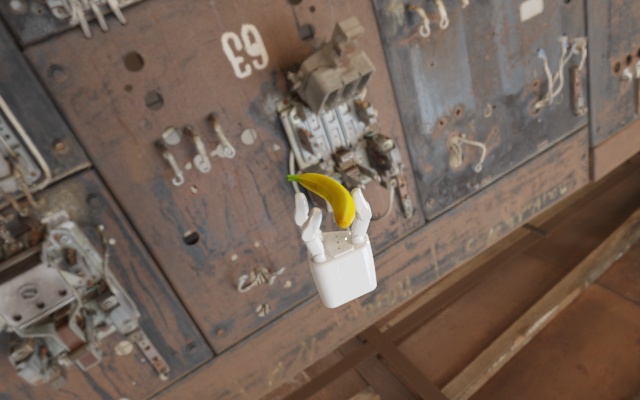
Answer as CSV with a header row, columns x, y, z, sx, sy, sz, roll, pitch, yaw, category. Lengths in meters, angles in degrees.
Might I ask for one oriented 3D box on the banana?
x,y,z,sx,sy,sz,roll,pitch,yaw,category
0.015,-0.005,0.810,0.069,0.037,0.197,-22,32,-21,banana
